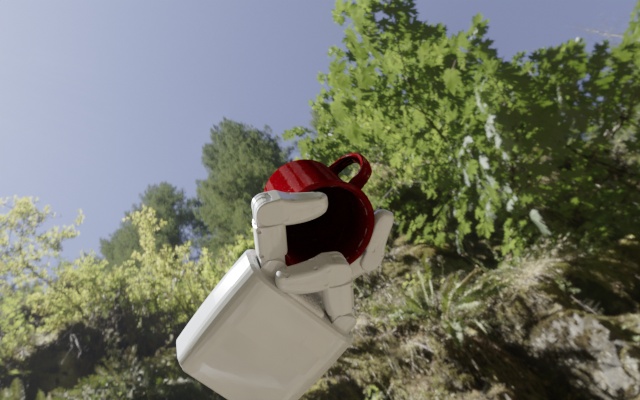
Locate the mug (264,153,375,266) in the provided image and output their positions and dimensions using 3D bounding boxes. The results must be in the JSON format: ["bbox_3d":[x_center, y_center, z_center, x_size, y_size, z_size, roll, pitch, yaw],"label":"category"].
[{"bbox_3d":[0.001,0.000,0.448,0.093,0.117,0.081,37,7,-29],"label":"mug"}]
